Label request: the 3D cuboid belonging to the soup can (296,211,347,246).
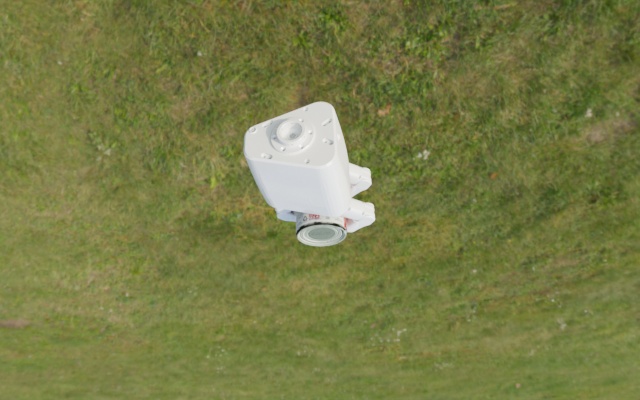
[{"bbox_3d":[0.000,0.003,0.643,0.068,0.102,0.068,-2,-30,-1],"label":"soup can"}]
